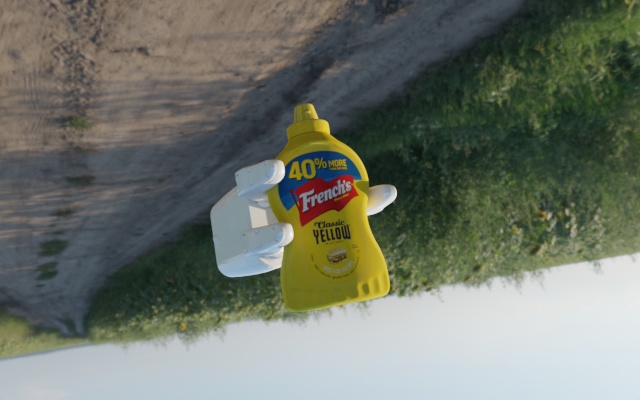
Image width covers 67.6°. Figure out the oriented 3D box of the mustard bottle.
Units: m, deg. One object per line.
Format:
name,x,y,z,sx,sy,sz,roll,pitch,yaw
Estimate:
mustard bottle,0.000,0.002,0.448,0.096,0.191,0.058,-8,-11,-12
